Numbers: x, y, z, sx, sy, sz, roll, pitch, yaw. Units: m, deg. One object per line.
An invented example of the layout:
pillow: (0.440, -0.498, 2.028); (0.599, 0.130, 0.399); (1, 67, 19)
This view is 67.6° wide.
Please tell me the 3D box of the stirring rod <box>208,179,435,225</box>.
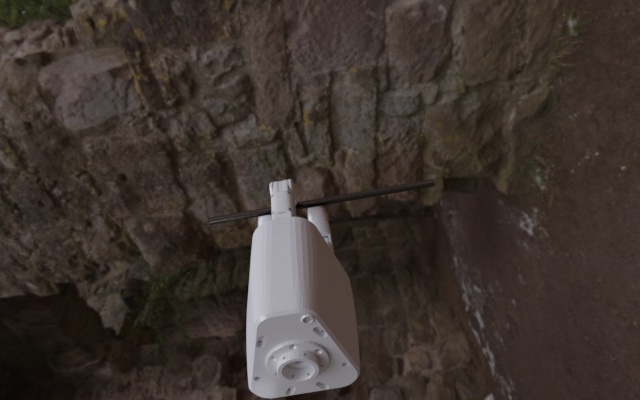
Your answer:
stirring rod: (0.000, 0.002, 0.504); (0.239, 0.011, 0.011); (-10, 0, 2)
